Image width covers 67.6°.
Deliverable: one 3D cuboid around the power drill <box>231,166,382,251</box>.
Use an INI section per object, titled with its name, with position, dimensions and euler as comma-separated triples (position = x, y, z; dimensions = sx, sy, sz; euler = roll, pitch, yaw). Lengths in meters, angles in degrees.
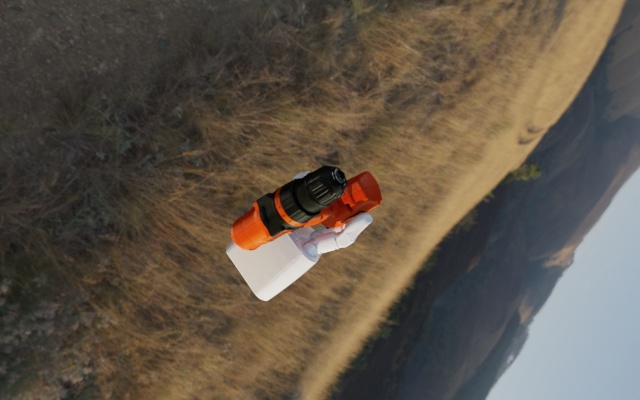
[power drill]
position = 0.000, 0.002, 0.621
dimensions = 0.184, 0.057, 0.187
euler = -29, -13, 37
